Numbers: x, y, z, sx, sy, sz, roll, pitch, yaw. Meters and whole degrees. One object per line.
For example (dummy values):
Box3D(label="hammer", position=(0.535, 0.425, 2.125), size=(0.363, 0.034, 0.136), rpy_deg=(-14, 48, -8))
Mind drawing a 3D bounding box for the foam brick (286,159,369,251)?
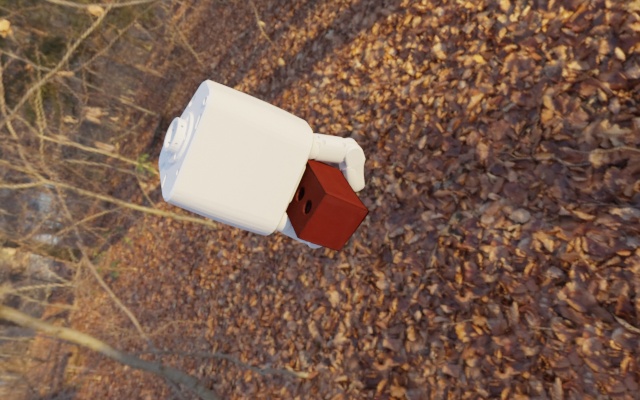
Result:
Box3D(label="foam brick", position=(0.000, 0.002, 0.462), size=(0.051, 0.053, 0.078), rpy_deg=(21, 23, -33))
